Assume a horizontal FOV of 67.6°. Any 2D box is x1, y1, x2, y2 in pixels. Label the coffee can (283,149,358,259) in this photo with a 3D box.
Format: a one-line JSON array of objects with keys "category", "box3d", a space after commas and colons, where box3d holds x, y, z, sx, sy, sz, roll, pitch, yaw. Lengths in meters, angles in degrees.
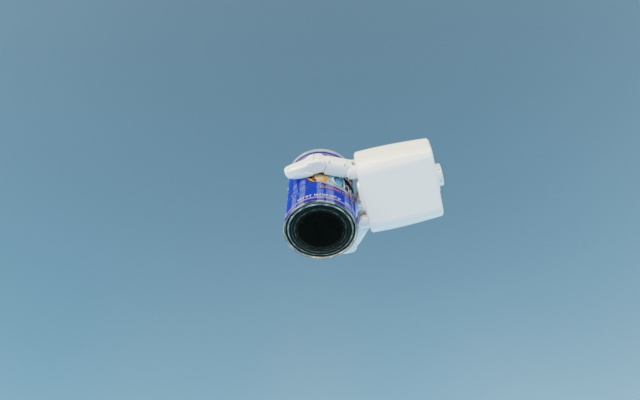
[{"category": "coffee can", "box3d": [0.000, 0.002, 0.707, 0.103, 0.103, 0.140, 0, 35, 0]}]
